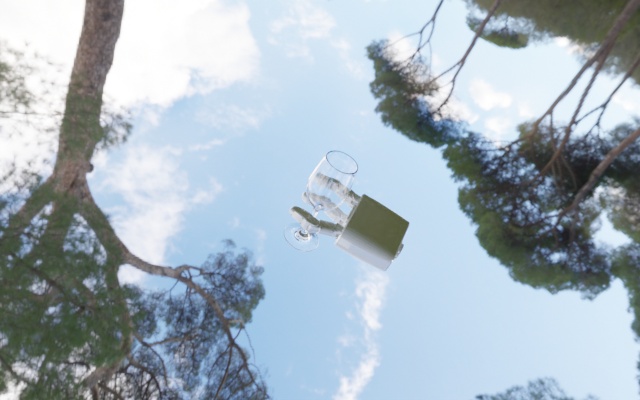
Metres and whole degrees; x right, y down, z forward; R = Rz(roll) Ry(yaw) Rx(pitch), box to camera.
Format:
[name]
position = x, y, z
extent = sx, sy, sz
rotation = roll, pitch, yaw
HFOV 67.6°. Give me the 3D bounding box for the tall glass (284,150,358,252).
[tall glass]
position = 0.000, 0.003, 0.885
extent = 0.079, 0.201, 0.079
rotation = 17, 39, -14
